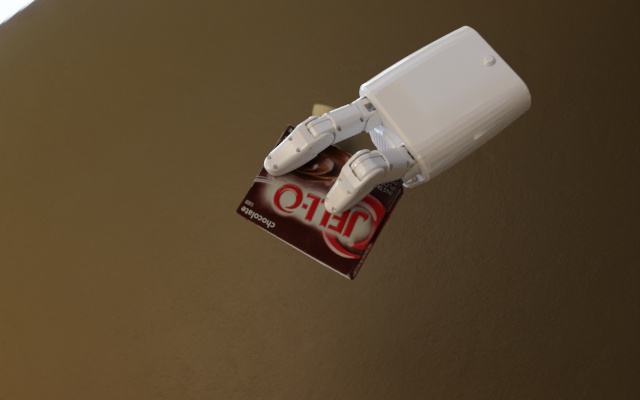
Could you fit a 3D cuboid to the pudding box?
[{"bbox_3d":[0.000,0.001,0.403,0.113,0.090,0.039,27,-11,16],"label":"pudding box"}]
